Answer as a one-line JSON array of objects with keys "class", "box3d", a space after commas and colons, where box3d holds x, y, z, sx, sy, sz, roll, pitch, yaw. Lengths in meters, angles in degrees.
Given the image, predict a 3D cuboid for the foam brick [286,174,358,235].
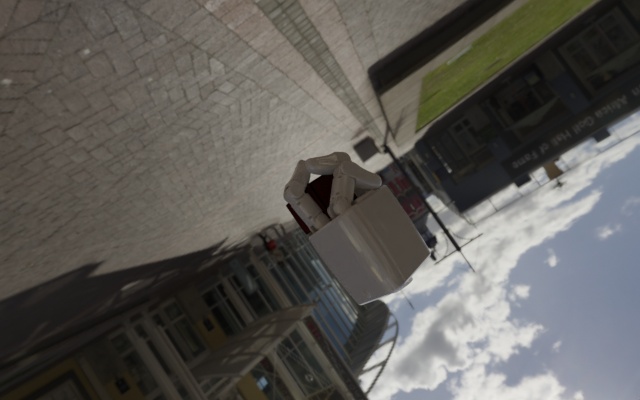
[{"class": "foam brick", "box3d": [0.000, 0.002, 0.631, 0.053, 0.051, 0.078, -34, -3, -34]}]
